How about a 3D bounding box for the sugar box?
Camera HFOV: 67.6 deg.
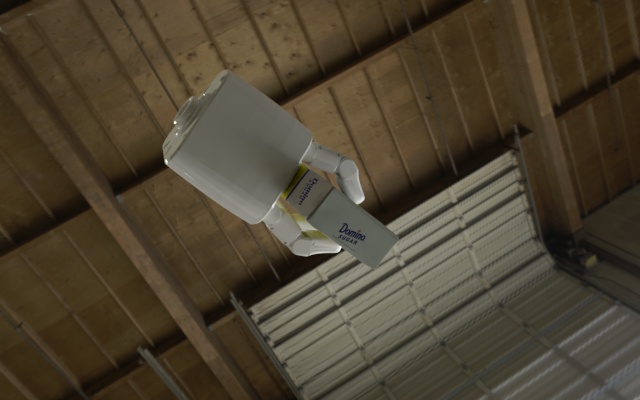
[{"bbox_3d":[0.000,0.002,0.505,0.093,0.048,0.176,37,4,-27],"label":"sugar box"}]
